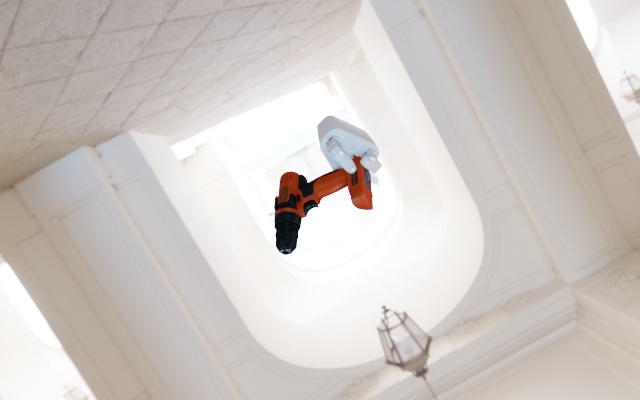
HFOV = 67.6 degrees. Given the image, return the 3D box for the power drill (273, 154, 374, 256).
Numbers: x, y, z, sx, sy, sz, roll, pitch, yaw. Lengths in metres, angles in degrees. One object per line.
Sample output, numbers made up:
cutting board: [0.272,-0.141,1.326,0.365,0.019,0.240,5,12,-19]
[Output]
power drill: [0.001,0.003,0.872,0.187,0.184,0.057,-16,-40,19]
